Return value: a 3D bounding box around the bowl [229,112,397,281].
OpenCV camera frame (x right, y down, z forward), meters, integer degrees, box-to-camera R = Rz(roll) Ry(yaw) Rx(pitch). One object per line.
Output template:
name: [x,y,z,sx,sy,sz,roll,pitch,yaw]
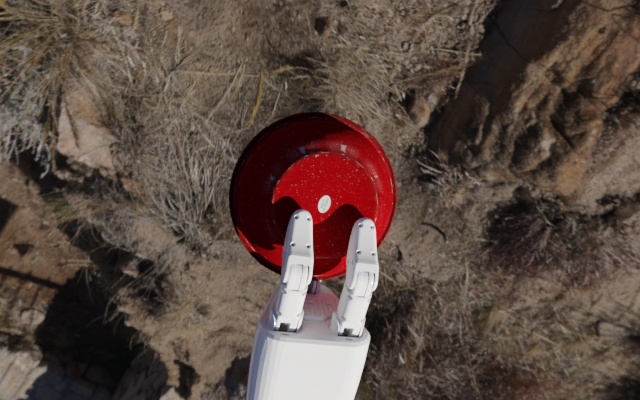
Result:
bowl: [0.000,0.000,0.427,0.162,0.162,0.055,0,8,-11]
